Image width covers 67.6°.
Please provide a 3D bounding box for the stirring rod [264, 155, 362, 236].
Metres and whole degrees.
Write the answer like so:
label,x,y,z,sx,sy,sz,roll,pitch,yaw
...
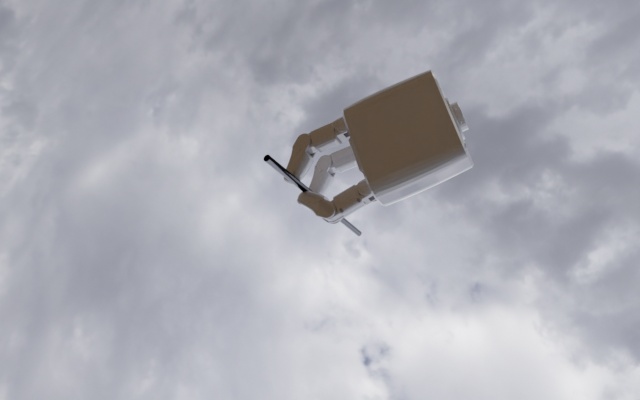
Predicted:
label,x,y,z,sx,sy,sz,roll,pitch,yaw
stirring rod,0.000,0.002,0.586,0.011,0.011,0.240,0,-22,30
